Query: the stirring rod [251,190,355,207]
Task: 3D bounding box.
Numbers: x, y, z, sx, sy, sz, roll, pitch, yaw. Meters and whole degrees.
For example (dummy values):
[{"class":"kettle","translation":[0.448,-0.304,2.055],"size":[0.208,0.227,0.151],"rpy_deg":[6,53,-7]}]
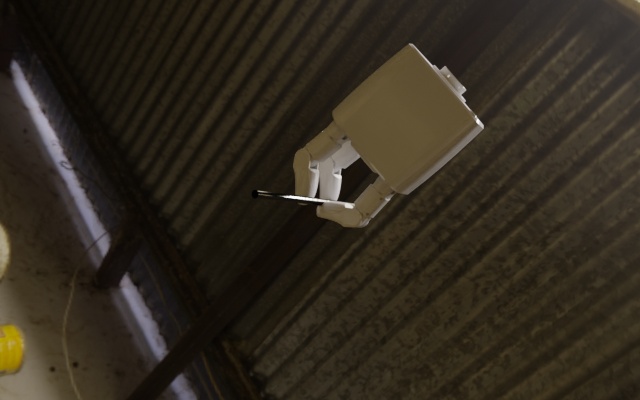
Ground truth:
[{"class":"stirring rod","translation":[0.000,0.002,0.534],"size":[0.011,0.011,0.239],"rpy_deg":[0,-4,29]}]
